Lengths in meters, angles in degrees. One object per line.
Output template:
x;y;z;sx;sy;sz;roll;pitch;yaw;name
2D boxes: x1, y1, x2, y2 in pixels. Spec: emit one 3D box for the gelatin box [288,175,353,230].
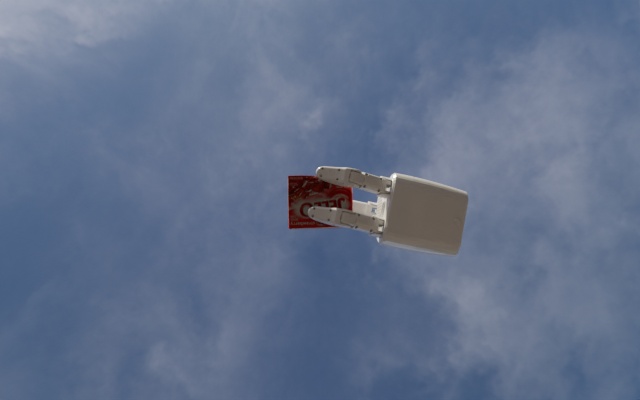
0.000;0.002;0.656;0.089;0.073;0.030;-1;-6;0;gelatin box
